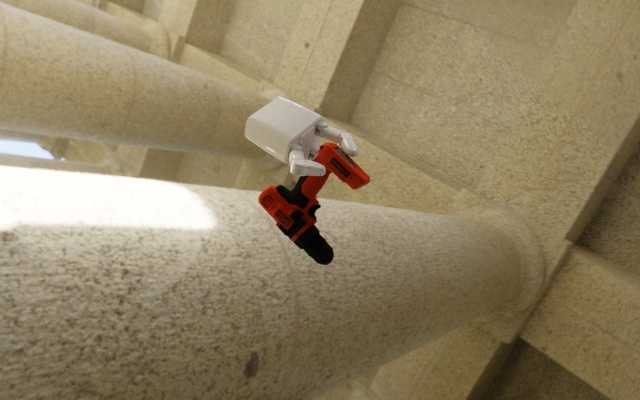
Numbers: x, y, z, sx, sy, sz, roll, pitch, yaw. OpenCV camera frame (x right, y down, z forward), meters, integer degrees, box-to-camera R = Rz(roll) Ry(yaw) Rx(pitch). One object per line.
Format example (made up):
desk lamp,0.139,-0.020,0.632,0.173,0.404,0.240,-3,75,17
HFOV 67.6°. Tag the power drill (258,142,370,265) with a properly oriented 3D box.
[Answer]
power drill,0.000,0.002,0.870,0.188,0.184,0.057,-46,-4,17
